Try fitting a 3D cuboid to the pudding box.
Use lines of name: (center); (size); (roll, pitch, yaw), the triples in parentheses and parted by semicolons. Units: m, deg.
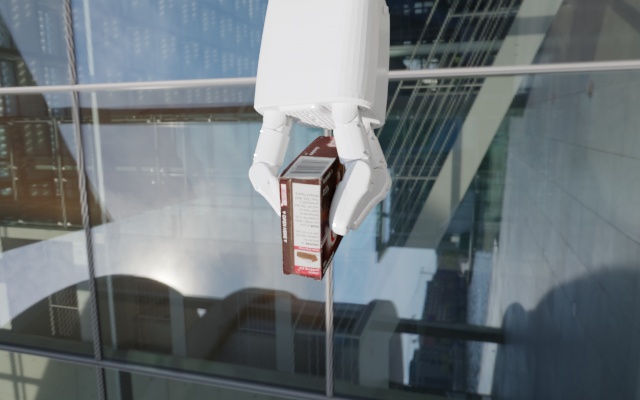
pudding box: (0.000, 0.001, 0.416); (0.039, 0.090, 0.113); (6, 25, 17)
